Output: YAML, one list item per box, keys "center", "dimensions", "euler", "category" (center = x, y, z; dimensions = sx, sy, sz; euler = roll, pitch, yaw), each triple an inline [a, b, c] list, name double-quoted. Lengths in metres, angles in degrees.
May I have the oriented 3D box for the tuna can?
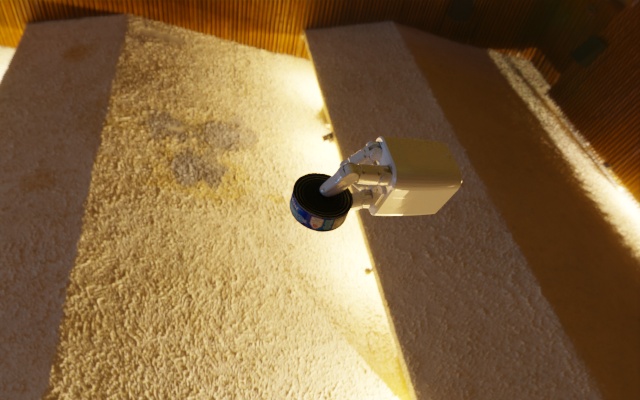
- center: [0.000, 0.003, 0.669]
  dimensions: [0.086, 0.086, 0.034]
  euler: [0, -43, -19]
  category: "tuna can"
